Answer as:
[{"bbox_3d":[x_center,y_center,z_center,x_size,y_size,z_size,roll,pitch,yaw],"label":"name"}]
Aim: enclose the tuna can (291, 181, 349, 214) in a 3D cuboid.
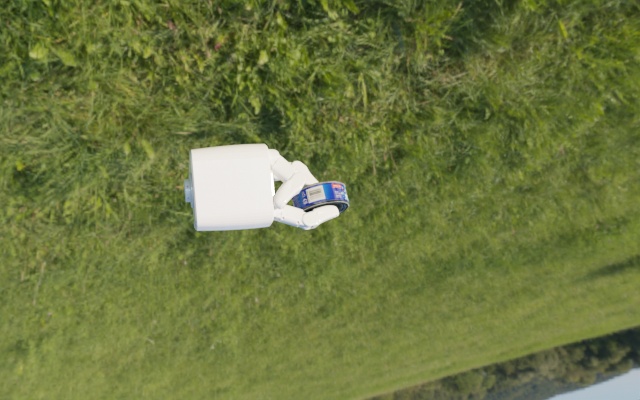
[{"bbox_3d":[0.000,0.003,0.732,0.086,0.033,0.086,-12,-19,-4],"label":"tuna can"}]
